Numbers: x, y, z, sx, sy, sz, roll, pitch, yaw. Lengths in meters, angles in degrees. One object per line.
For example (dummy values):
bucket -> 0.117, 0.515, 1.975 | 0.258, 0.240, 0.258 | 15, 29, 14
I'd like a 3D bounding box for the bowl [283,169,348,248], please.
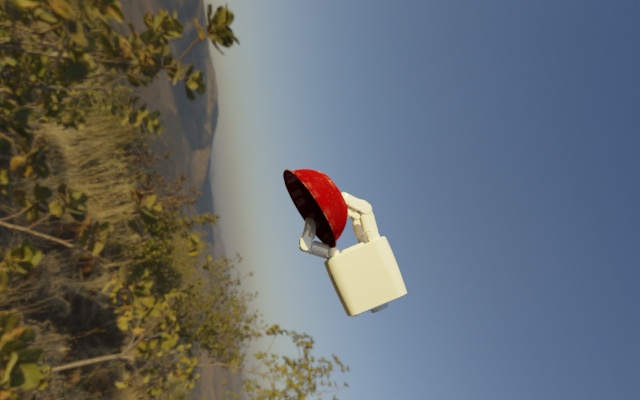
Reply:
bowl -> 0.000, 0.001, 0.839 | 0.055, 0.162, 0.162 | -33, 9, -15
